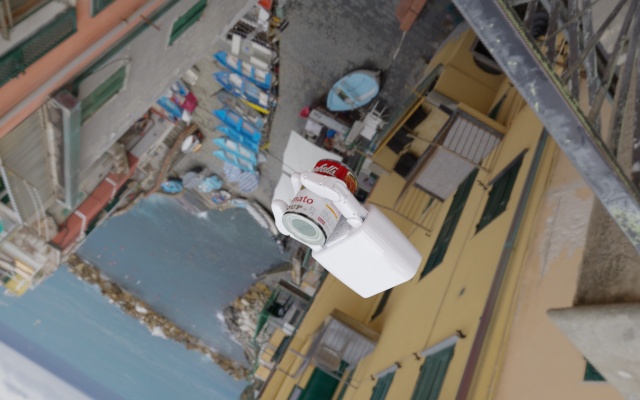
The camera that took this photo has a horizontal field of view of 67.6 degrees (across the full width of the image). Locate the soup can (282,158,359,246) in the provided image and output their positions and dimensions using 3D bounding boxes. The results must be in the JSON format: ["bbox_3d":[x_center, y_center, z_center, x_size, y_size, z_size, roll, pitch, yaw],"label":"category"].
[{"bbox_3d":[0.000,0.002,0.645,0.068,0.102,0.069,22,-33,15],"label":"soup can"}]
